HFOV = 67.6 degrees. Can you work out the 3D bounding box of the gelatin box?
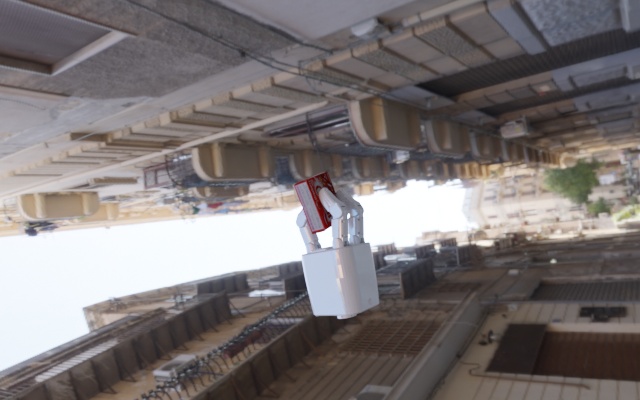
[{"bbox_3d":[0.000,0.002,0.795,0.030,0.089,0.073,-19,4,33],"label":"gelatin box"}]
